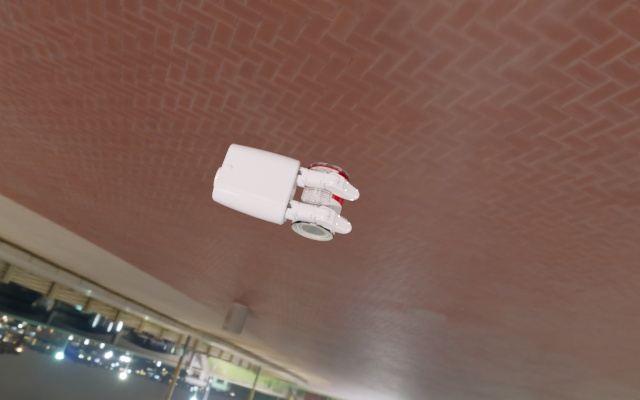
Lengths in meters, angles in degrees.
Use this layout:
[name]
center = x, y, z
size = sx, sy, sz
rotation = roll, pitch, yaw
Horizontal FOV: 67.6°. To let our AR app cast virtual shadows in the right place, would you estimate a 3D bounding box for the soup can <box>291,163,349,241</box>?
[soup can]
center = 0.001, 0.003, 0.734
size = 0.068, 0.102, 0.068
rotation = 13, -22, 6
